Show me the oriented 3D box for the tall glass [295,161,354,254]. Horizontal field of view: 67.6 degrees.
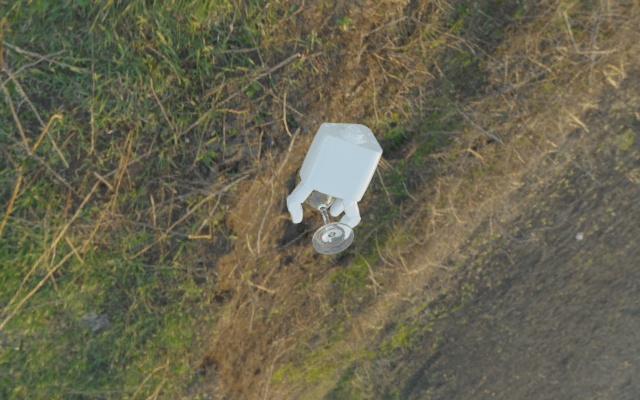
[{"bbox_3d":[0.000,0.003,0.897,0.079,0.079,0.201,0,39,-17],"label":"tall glass"}]
